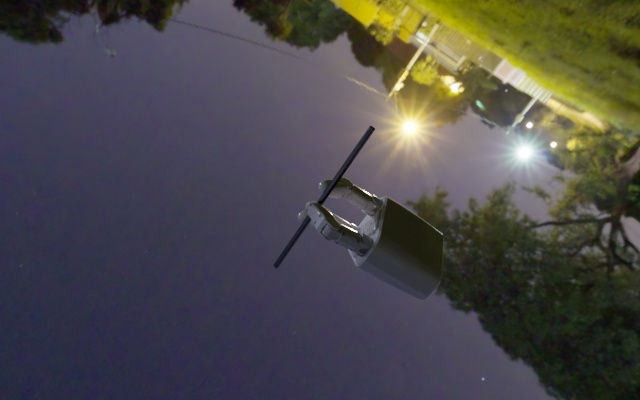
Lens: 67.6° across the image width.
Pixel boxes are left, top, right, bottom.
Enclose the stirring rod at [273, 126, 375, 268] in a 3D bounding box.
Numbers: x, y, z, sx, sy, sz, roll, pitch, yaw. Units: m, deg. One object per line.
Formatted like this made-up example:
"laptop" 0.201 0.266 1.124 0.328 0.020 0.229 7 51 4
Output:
"stirring rod" 0.000 0.002 0.628 0.011 0.240 0.011 29 24 -14
